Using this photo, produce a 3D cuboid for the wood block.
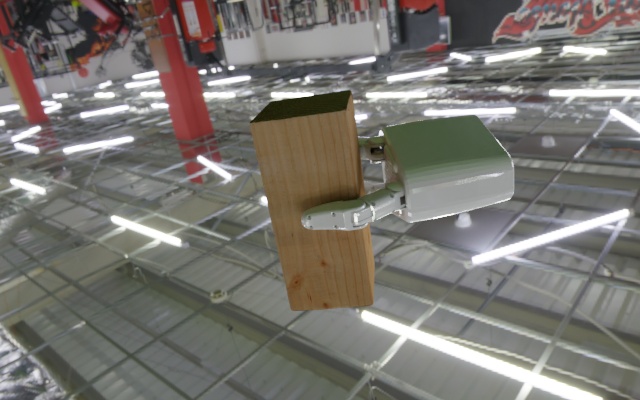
[{"bbox_3d":[0.000,0.002,0.496,0.090,0.206,0.090,-6,23,10],"label":"wood block"}]
